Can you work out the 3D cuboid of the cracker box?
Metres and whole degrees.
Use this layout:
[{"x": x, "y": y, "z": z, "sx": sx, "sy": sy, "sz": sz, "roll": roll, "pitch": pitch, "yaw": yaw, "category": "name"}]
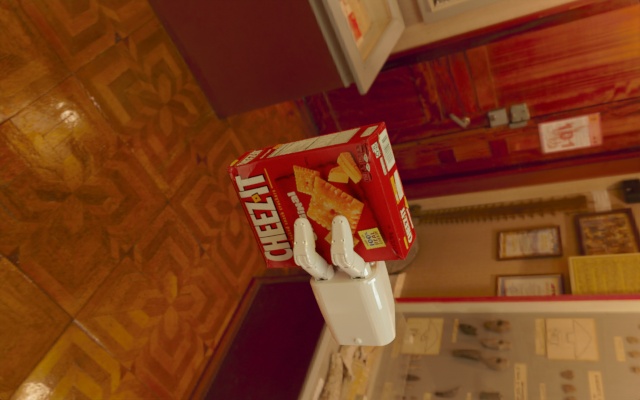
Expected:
[{"x": 0.000, "y": 0.002, "z": 0.635, "sx": 0.214, "sy": 0.164, "sz": 0.072, "roll": -8, "pitch": 22, "yaw": 29, "category": "cracker box"}]
